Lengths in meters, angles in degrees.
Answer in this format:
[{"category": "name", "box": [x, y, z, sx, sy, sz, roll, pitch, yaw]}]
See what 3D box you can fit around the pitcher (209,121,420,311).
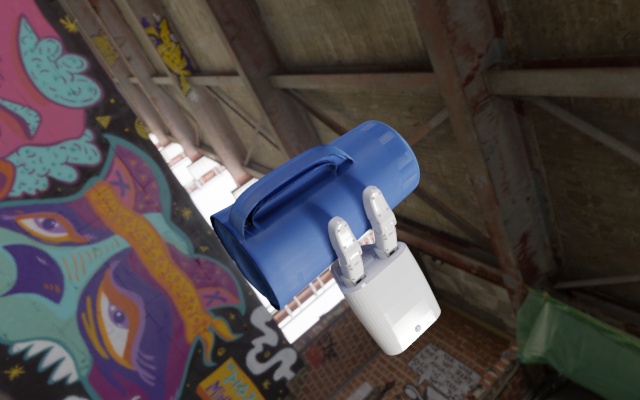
[{"category": "pitcher", "box": [0.000, 0.002, 0.566, 0.243, 0.145, 0.149, -37, 15, -19]}]
